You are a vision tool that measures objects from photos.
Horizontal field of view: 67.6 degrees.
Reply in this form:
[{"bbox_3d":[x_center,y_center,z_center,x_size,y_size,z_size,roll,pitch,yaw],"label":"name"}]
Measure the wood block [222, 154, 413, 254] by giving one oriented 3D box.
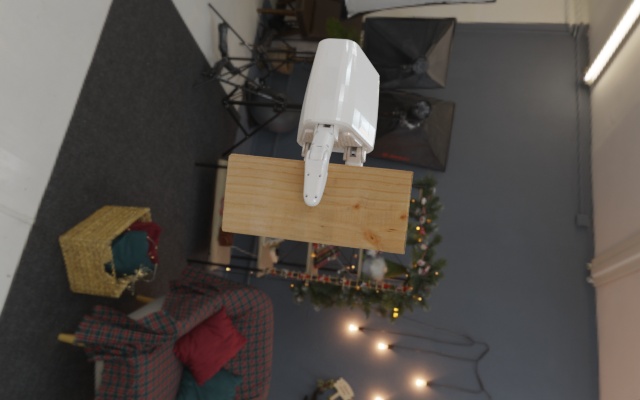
[{"bbox_3d":[0.000,0.001,0.563,0.206,0.090,0.091,6,2,10],"label":"wood block"}]
